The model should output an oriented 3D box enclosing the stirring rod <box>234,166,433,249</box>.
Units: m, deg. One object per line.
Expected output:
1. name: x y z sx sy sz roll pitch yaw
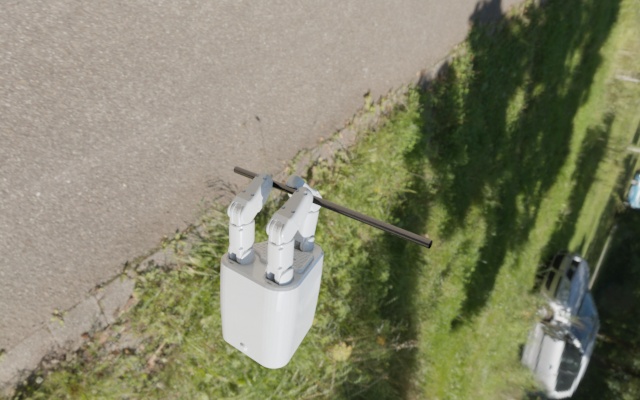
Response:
1. stirring rod: 0.000 0.002 0.478 0.239 0.011 0.011 21 11 32
